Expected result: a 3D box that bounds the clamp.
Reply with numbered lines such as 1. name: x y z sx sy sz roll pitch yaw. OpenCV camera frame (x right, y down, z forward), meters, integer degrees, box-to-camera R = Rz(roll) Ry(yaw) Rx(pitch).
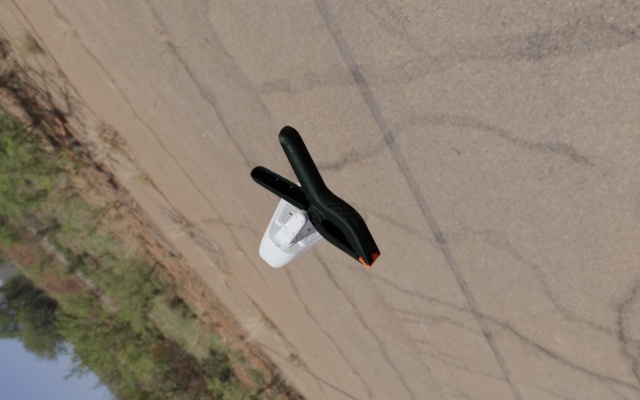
1. clamp: 0.000 0.003 0.611 0.036 0.210 0.165 -47 -2 -24
